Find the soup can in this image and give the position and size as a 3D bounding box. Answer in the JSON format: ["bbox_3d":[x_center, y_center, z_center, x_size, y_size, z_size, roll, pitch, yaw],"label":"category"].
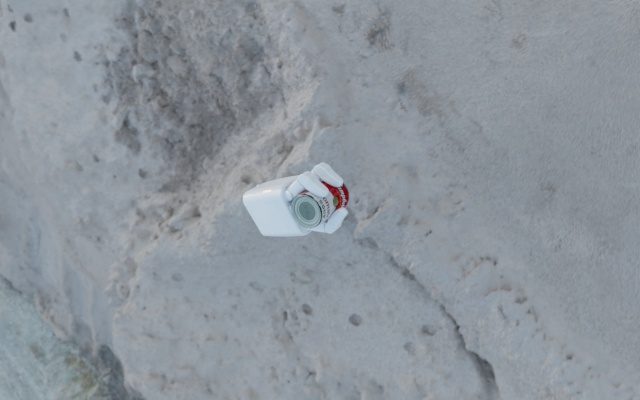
[{"bbox_3d":[0.000,0.003,0.894,0.068,0.068,0.102,0,20,34],"label":"soup can"}]
